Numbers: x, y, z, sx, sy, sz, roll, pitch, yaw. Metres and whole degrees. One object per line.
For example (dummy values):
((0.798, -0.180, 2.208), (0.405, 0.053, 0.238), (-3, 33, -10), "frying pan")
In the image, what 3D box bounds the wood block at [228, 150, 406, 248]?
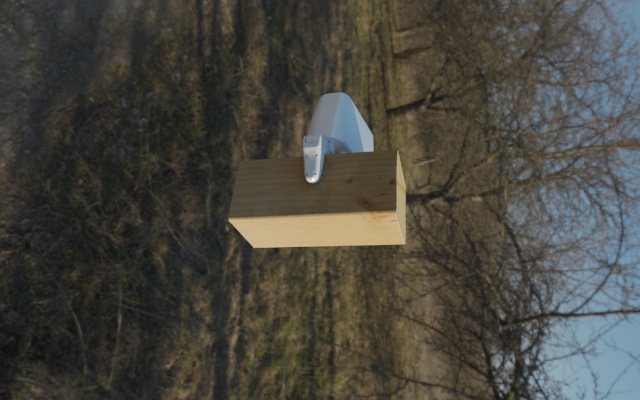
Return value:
((0.000, 0.001, 0.611), (0.206, 0.090, 0.091), (-3, -31, 16), "wood block")
